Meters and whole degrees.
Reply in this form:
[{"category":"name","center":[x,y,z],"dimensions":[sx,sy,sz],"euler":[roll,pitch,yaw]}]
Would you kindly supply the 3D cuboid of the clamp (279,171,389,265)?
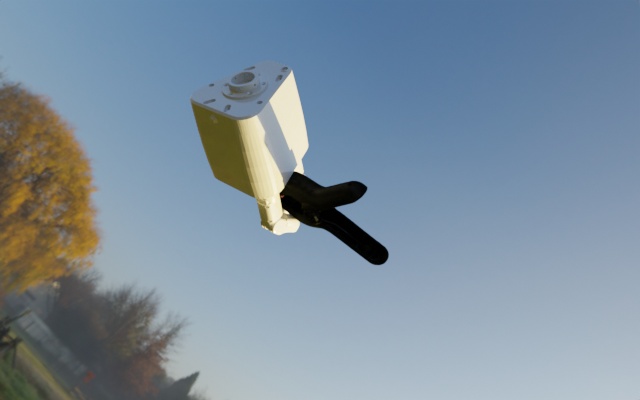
[{"category":"clamp","center":[0.000,0.001,0.543],"dimensions":[0.171,0.120,0.039],"euler":[25,54,30]}]
